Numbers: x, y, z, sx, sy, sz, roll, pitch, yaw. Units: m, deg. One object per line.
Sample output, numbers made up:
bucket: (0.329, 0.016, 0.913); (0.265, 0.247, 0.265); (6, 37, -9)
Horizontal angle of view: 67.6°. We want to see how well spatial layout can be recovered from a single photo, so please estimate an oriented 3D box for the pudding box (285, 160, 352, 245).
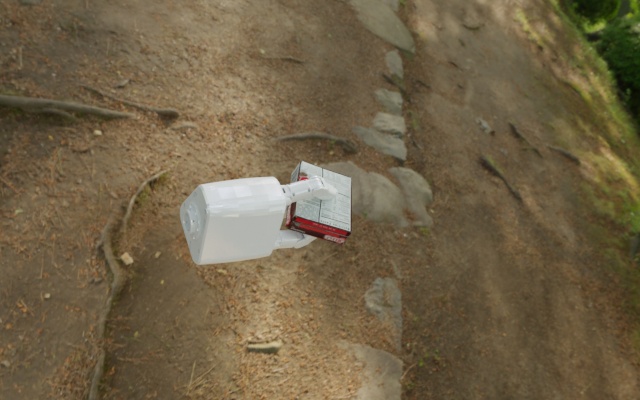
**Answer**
pudding box: (0.000, 0.002, 0.703); (0.090, 0.113, 0.039); (18, -41, -16)
